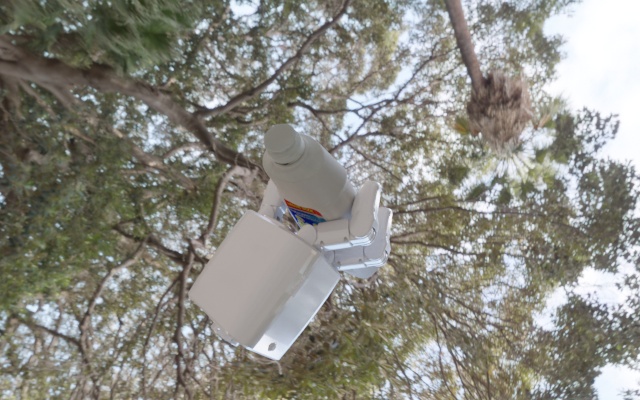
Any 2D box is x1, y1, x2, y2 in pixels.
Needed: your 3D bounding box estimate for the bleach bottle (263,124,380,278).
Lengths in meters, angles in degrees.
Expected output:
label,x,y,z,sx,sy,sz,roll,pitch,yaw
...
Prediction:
label,x,y,z,sx,sy,sz,roll,pitch,yaw
bleach bottle,0.000,0.002,0.494,0.102,0.068,0.251,29,-14,31
